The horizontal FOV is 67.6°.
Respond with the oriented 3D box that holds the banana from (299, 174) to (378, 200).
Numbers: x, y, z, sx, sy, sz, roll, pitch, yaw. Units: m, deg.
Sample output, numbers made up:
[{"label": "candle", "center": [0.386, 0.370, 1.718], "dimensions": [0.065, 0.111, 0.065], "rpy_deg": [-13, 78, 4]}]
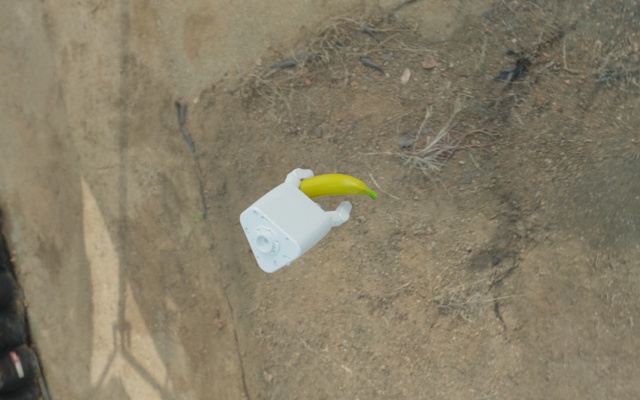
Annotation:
[{"label": "banana", "center": [-0.003, -0.013, 0.846], "dimensions": [0.198, 0.070, 0.037], "rpy_deg": [-8, 33, 26]}]
